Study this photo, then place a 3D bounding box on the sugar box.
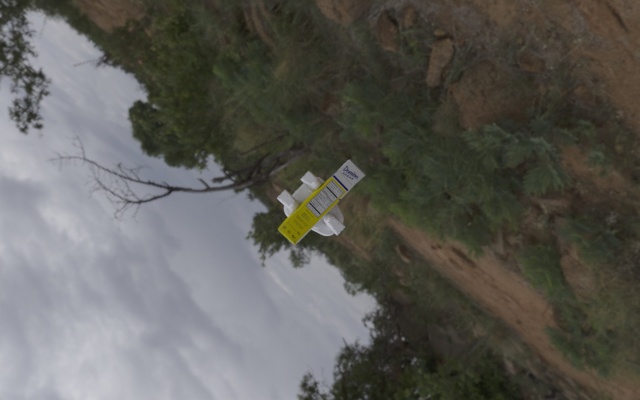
[{"bbox_3d":[0.000,0.003,0.865,0.048,0.176,0.093,43,-3,-2],"label":"sugar box"}]
